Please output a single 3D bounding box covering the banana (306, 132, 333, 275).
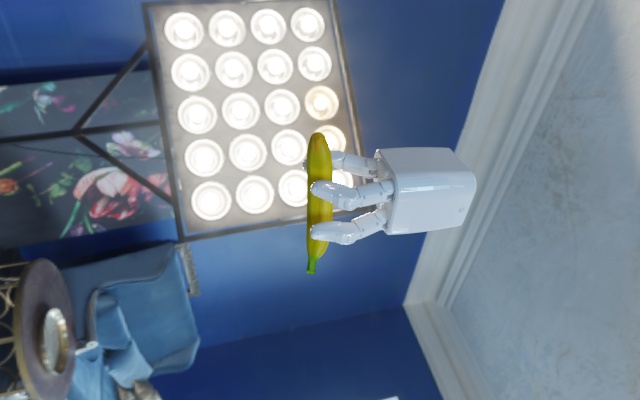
[{"bbox_3d":[-0.001,-0.002,0.641,0.037,0.198,0.069,0,22,-2],"label":"banana"}]
